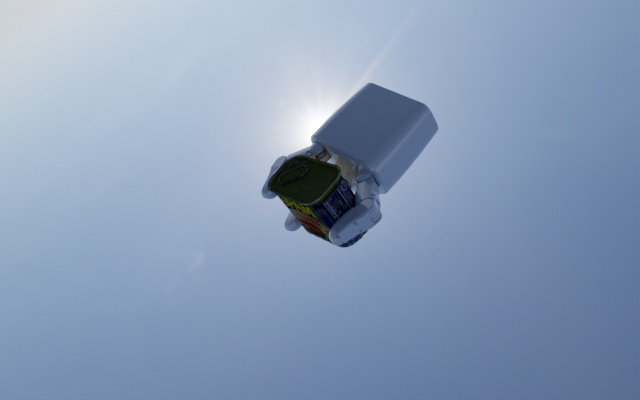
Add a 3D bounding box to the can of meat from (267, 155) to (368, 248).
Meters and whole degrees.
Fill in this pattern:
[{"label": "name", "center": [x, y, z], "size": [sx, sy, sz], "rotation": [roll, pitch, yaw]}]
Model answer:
[{"label": "can of meat", "center": [0.000, 0.002, 0.547], "size": [0.102, 0.057, 0.084], "rotation": [21, -25, 51]}]
